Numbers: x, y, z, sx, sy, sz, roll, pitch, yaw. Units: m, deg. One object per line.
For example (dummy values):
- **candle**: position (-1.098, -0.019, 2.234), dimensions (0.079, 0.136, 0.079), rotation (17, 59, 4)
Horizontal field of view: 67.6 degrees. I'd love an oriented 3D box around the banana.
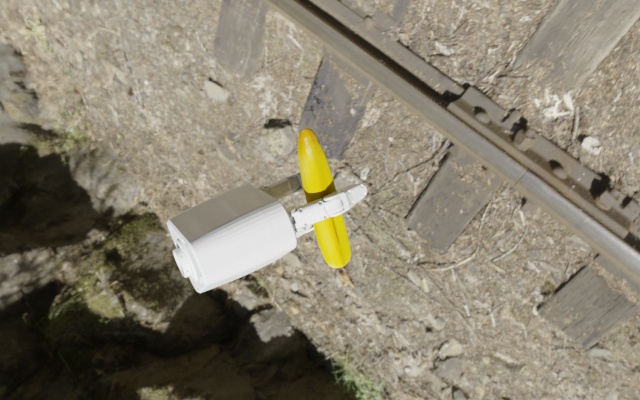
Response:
- **banana**: position (0.005, 0.014, 0.567), dimensions (0.037, 0.198, 0.069), rotation (-18, 33, -4)
